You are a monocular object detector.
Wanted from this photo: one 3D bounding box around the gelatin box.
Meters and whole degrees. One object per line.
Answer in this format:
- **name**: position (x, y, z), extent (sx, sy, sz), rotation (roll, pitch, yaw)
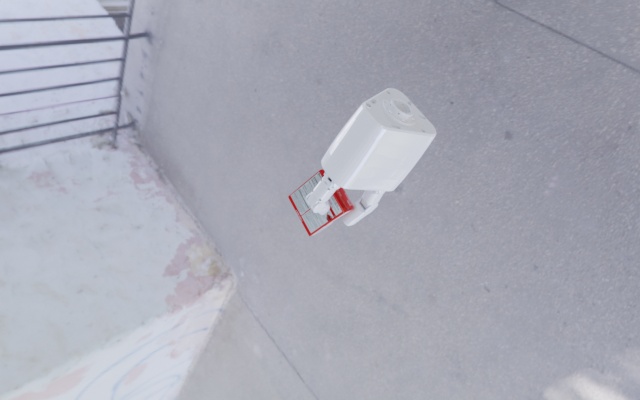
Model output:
- **gelatin box**: position (0.000, 0.003, 0.726), extent (0.030, 0.073, 0.089), rotation (-20, -13, -48)
